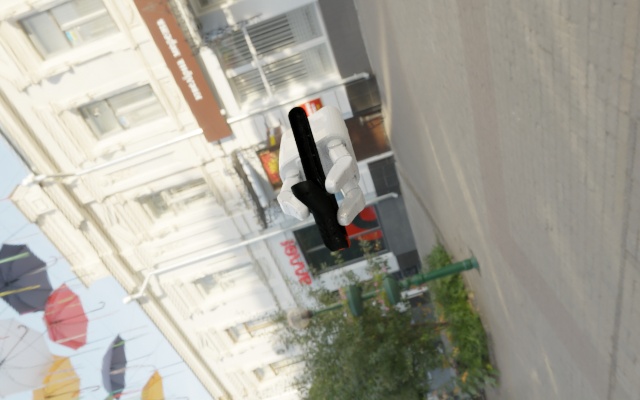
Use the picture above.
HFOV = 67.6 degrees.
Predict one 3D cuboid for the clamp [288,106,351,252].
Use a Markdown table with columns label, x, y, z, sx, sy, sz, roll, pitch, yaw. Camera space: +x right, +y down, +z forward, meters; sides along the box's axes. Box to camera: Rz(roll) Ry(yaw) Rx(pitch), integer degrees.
| label | x | y | z | sx | sy | sz | roll | pitch | yaw |
| --- | --- | --- | --- | --- | --- | --- | --- | --- | --- |
| clamp | -0.001 | 0.003 | 0.623 | 0.036 | 0.210 | 0.164 | -15 | 35 | 9 |
